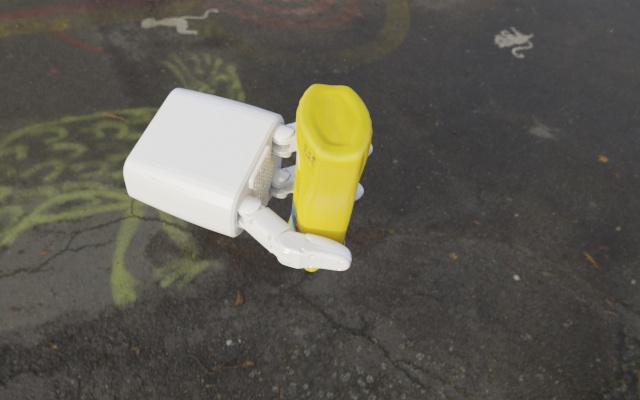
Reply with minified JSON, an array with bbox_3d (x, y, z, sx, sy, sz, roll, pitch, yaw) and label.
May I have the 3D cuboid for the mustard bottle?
[{"bbox_3d":[0.000,0.001,0.426,0.058,0.096,0.192,1,-43,-8],"label":"mustard bottle"}]
